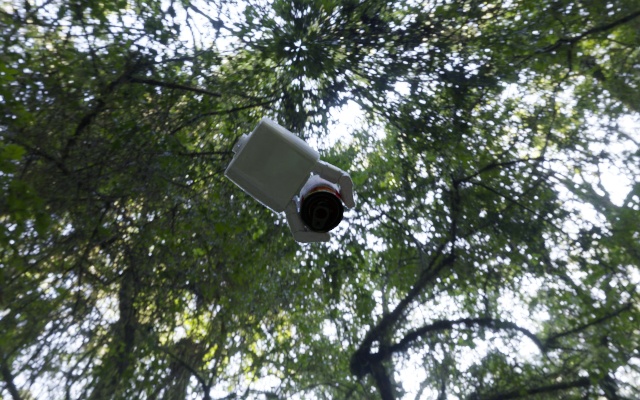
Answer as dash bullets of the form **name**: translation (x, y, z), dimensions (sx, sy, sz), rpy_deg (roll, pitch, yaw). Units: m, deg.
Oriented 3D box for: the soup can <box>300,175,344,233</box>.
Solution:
- **soup can**: translation (0.001, 0.003, 0.771), dimensions (0.068, 0.068, 0.102), rpy_deg (0, 18, -2)
